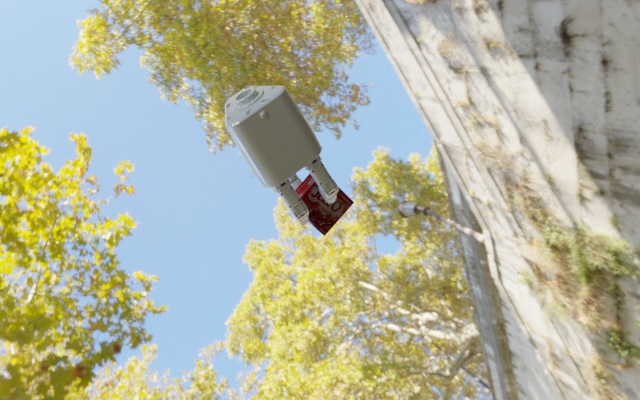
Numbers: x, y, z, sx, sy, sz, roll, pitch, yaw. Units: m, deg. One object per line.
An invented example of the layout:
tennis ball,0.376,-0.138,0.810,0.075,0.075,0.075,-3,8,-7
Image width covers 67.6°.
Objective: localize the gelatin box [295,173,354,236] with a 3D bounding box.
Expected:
gelatin box,0.000,0.002,0.748,0.089,0.073,0.030,44,-3,-38
